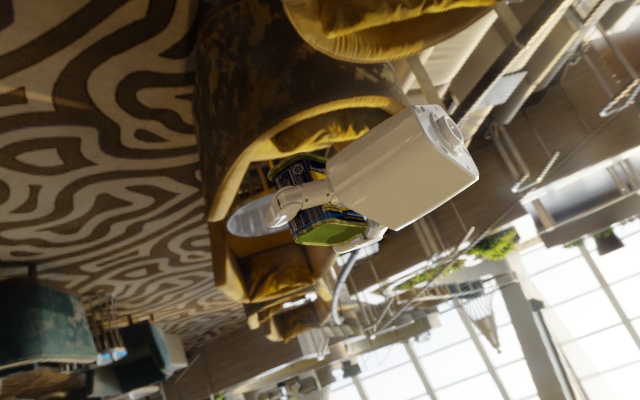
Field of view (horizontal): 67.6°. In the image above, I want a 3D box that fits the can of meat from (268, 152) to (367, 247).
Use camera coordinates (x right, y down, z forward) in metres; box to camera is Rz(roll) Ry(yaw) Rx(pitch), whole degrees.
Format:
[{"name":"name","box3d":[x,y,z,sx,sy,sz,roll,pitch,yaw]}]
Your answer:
[{"name":"can of meat","box3d":[0.000,0.002,0.528,0.057,0.084,0.102,-33,-24,28]}]
